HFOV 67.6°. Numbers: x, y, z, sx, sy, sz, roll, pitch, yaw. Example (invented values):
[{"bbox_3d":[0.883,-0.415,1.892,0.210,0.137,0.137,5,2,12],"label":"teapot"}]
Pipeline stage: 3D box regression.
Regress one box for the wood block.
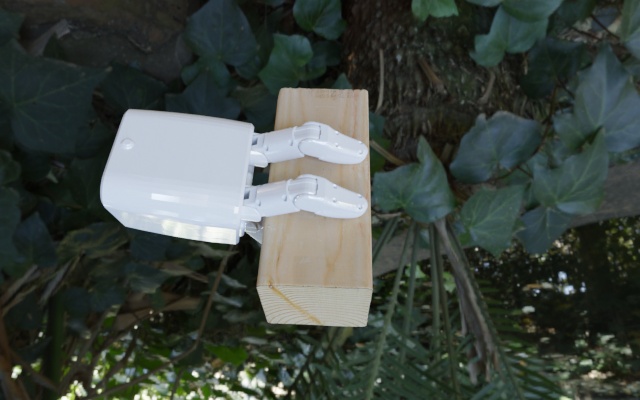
[{"bbox_3d":[0.000,0.002,0.445,0.090,0.206,0.091,2,-32,2],"label":"wood block"}]
